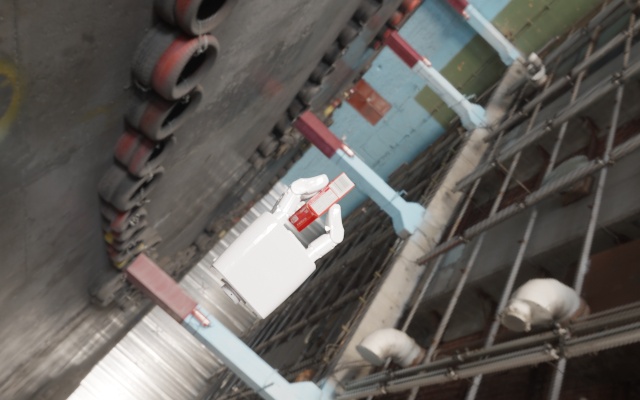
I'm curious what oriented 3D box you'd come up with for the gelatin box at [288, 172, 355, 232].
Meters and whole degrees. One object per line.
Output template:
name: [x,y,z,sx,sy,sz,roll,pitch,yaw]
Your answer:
gelatin box: [0.001,0.003,0.723,0.089,0.030,0.073,-40,1,-32]
